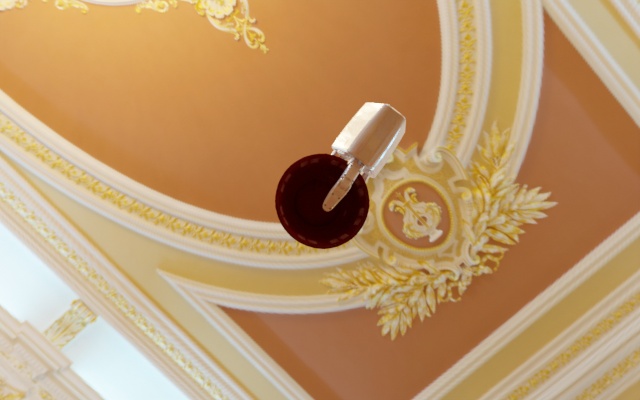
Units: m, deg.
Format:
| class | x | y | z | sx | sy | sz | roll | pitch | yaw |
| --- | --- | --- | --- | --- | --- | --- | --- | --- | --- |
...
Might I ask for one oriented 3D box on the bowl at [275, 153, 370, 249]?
| class | x | y | z | sx | sy | sz | roll | pitch | yaw |
| --- | --- | --- | --- | --- | --- | --- | --- | --- | --- |
| bowl | -0.001 | 0.004 | 0.827 | 0.162 | 0.162 | 0.055 | 0 | -4 | -10 |
